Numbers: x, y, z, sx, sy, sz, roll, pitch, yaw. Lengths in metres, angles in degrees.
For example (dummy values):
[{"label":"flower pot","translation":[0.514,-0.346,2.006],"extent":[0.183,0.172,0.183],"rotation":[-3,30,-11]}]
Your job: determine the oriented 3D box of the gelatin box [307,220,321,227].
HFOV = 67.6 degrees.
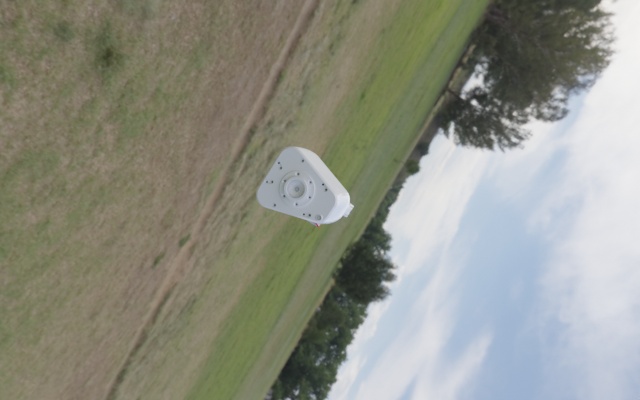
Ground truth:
[{"label":"gelatin box","translation":[0.001,0.003,0.829],"extent":[0.030,0.073,0.089],"rotation":[31,-8,13]}]
